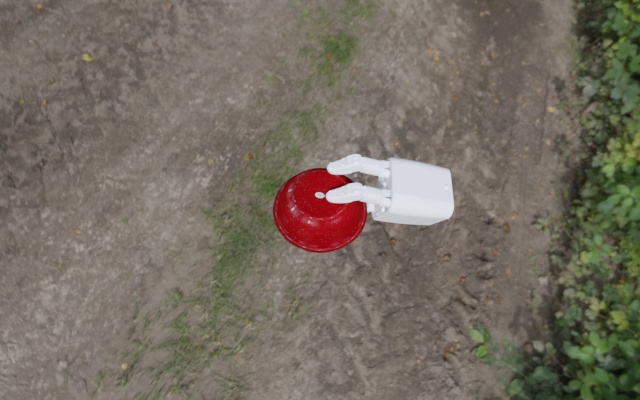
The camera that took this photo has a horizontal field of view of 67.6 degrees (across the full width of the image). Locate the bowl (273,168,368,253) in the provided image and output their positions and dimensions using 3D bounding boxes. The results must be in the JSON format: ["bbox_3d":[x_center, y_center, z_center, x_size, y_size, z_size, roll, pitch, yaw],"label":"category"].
[{"bbox_3d":[-0.001,0.003,0.790,0.162,0.162,0.055,0,-29,-1],"label":"bowl"}]
